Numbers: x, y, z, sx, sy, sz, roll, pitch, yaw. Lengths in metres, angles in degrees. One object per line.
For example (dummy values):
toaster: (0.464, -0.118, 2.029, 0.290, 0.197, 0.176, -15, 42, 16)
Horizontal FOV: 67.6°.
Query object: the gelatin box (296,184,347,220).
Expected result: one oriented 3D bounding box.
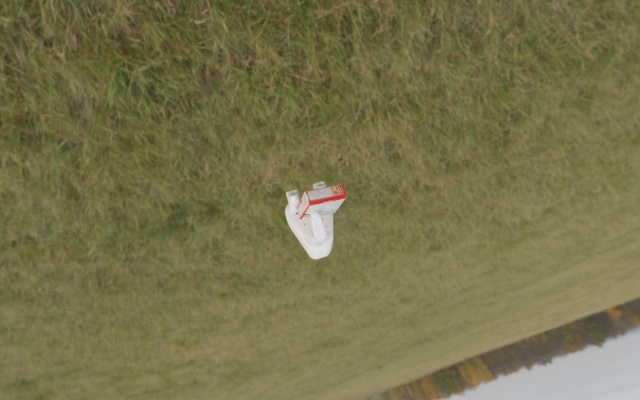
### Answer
gelatin box: (0.000, 0.003, 0.880, 0.073, 0.030, 0.089, -11, -17, -18)
